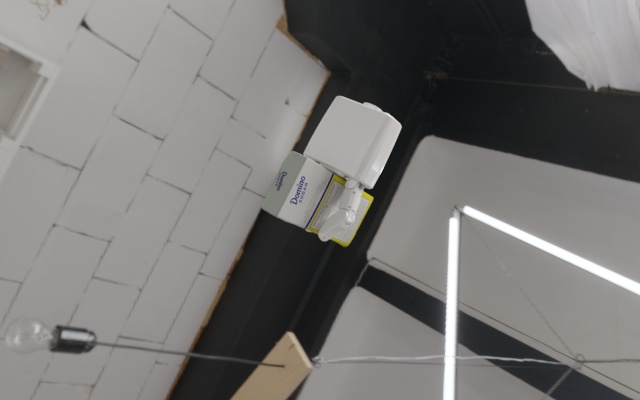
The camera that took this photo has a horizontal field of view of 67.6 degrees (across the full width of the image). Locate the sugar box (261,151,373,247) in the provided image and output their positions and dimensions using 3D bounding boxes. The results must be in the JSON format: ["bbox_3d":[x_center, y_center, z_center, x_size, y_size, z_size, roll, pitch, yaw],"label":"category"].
[{"bbox_3d":[0.000,0.002,0.715,0.048,0.093,0.176,27,-1,44],"label":"sugar box"}]
